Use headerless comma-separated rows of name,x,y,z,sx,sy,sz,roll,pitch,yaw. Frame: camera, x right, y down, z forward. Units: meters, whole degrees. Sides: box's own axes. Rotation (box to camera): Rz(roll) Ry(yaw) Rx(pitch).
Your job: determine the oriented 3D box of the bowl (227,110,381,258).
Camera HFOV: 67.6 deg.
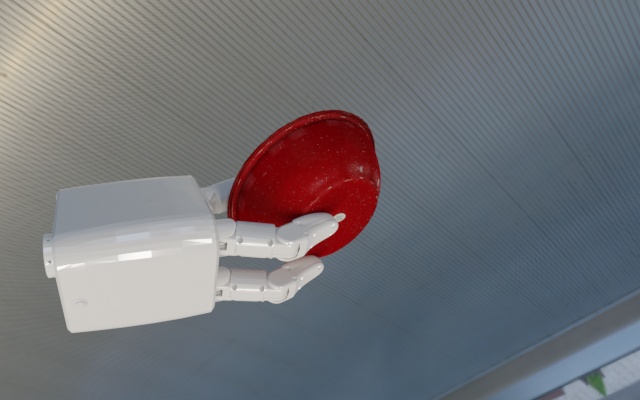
bowl,0.001,0.001,0.436,0.162,0.162,0.055,0,37,-44
